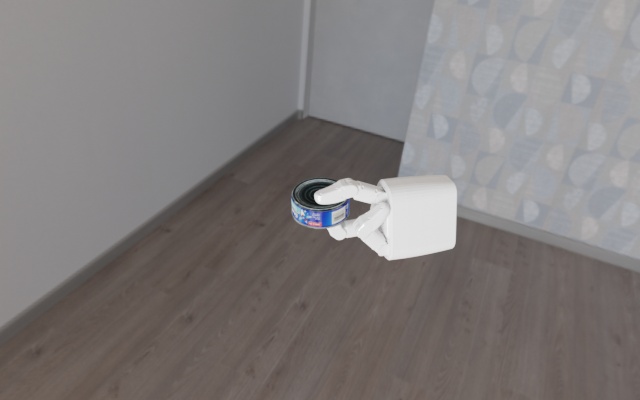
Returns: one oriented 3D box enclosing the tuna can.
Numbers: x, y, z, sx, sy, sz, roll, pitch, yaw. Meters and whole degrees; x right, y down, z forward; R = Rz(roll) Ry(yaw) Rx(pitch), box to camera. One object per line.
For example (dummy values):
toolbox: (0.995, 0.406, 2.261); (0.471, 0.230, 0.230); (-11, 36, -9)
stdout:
tuna can: (0.000, 0.002, 0.694); (0.086, 0.034, 0.086); (-1, 35, 0)
